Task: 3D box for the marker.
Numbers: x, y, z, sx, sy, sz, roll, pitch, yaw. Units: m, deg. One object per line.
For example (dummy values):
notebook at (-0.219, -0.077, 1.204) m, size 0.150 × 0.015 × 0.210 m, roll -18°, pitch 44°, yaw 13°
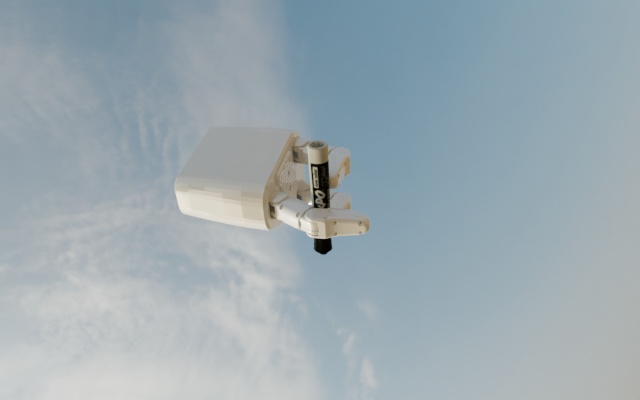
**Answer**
marker at (0.000, 0.001, 0.457) m, size 0.020 × 0.121 × 0.020 m, roll -2°, pitch 31°, yaw 1°
